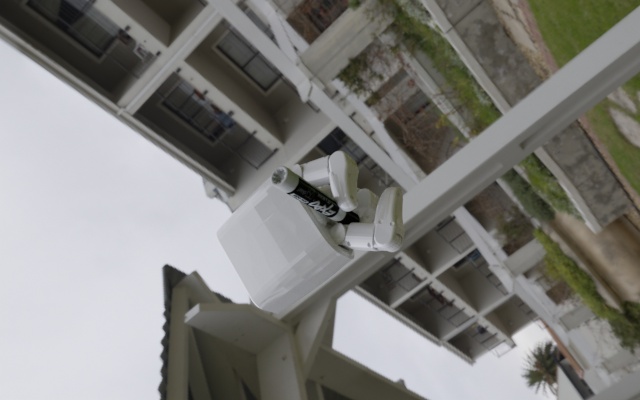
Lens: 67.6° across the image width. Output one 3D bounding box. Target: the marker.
[{"bbox_3d":[0.000,0.001,0.436,0.020,0.020,0.121,0,-21,37],"label":"marker"}]
